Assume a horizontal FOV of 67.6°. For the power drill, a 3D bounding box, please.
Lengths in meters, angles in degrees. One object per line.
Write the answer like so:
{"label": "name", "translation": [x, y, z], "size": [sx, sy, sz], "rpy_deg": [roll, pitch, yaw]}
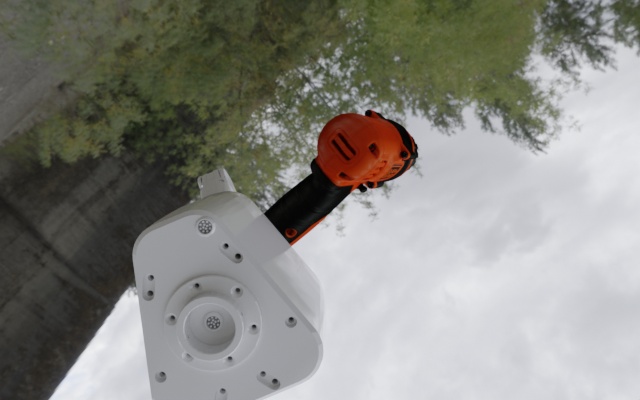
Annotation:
{"label": "power drill", "translation": [0.000, 0.002, 0.411], "size": [0.188, 0.057, 0.184], "rpy_deg": [-44, -13, 18]}
